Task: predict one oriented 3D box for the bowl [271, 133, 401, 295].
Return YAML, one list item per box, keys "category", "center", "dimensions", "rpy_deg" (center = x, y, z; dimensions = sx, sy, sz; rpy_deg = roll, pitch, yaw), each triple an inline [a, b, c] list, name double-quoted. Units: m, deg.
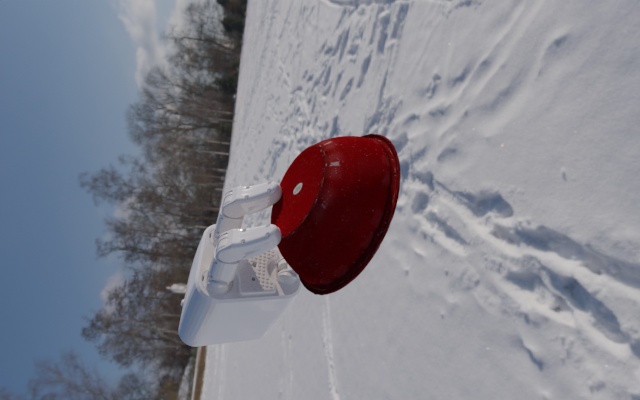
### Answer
- category: "bowl"
  center: [0.000, 0.000, 0.441]
  dimensions: [0.055, 0.162, 0.162]
  rpy_deg: [25, -12, -26]
